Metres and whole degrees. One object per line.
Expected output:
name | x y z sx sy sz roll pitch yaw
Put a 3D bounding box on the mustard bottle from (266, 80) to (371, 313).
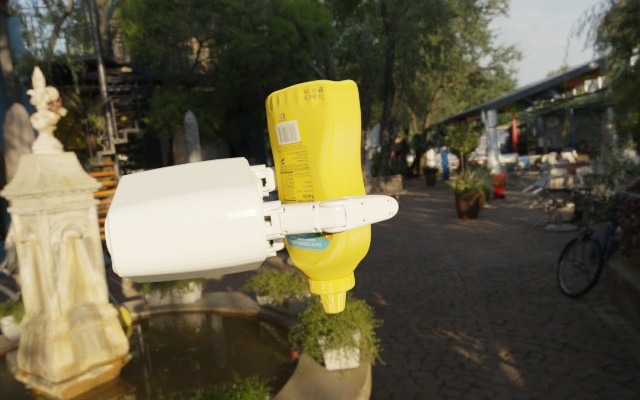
mustard bottle | 0.000 0.001 0.405 0.058 0.191 0.096 -11 7 -37
